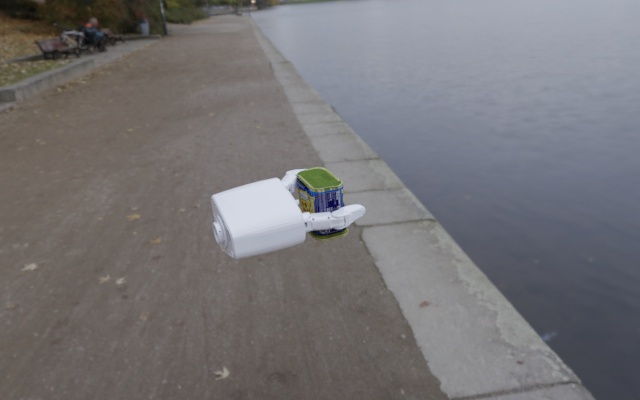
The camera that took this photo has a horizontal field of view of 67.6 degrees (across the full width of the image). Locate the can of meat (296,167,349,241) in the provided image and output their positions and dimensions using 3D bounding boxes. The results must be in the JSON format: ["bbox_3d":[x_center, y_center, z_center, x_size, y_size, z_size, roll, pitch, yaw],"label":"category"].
[{"bbox_3d":[0.000,0.002,0.743,0.057,0.084,0.102,-13,24,-18],"label":"can of meat"}]
